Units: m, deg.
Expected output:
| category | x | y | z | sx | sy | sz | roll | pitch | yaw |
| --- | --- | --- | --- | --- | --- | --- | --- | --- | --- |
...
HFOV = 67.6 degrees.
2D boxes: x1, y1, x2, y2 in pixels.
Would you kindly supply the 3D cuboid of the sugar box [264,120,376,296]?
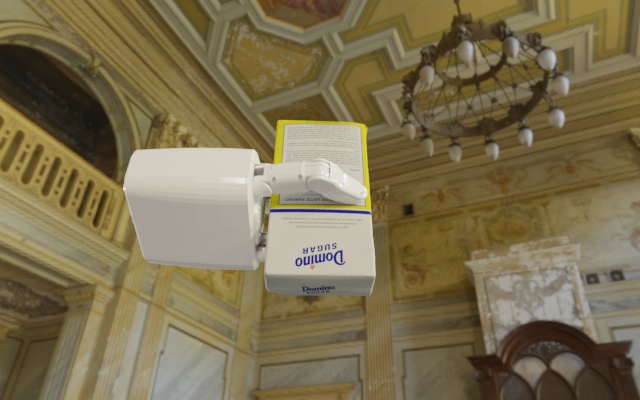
| category | x | y | z | sx | sy | sz | roll | pitch | yaw |
| --- | --- | --- | --- | --- | --- | --- | --- | --- | --- |
| sugar box | 0.000 | 0.002 | 0.450 | 0.093 | 0.176 | 0.048 | 2 | -34 | 0 |
